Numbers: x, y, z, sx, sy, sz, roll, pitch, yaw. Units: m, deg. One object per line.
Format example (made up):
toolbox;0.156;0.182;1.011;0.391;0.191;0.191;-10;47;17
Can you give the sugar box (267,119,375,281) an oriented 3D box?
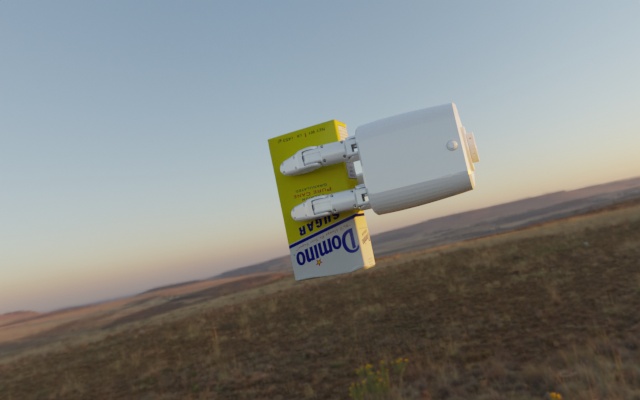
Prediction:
sugar box;0.000;0.002;0.572;0.093;0.176;0.048;-14;-7;22
